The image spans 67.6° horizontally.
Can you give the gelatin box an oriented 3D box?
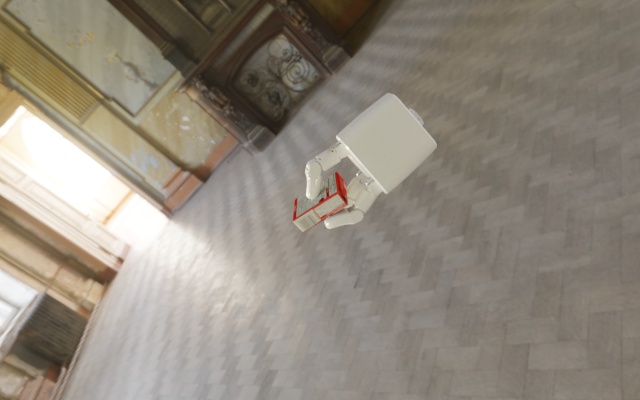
[{"bbox_3d":[0.000,0.002,0.750,0.089,0.030,0.073,-32,23,15],"label":"gelatin box"}]
